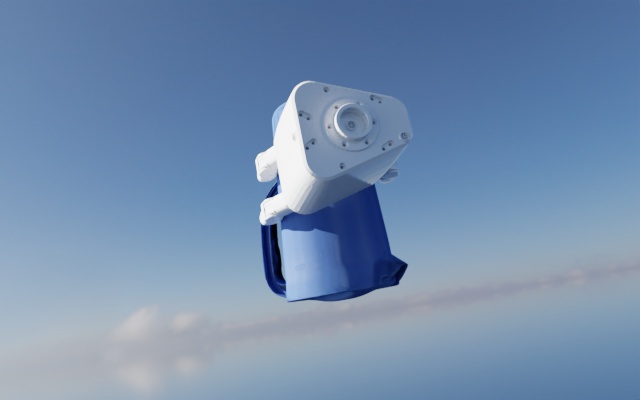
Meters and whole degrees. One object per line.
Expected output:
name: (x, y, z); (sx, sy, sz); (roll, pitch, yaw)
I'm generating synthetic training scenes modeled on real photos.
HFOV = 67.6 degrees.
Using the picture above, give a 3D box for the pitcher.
pitcher: (0.000, 0.002, 0.587); (0.149, 0.242, 0.145); (-6, -13, -13)
